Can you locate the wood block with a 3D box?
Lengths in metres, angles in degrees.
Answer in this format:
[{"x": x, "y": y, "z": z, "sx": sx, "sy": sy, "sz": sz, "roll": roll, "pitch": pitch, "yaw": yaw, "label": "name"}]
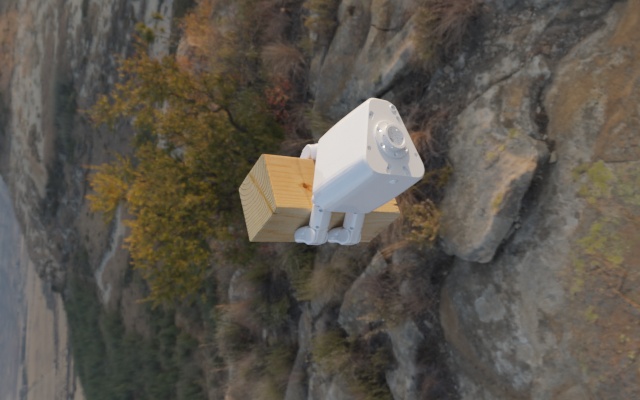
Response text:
[{"x": 0.000, "y": 0.002, "z": 0.694, "sx": 0.206, "sy": 0.090, "sz": 0.090, "roll": 4, "pitch": -35, "yaw": -33, "label": "wood block"}]
